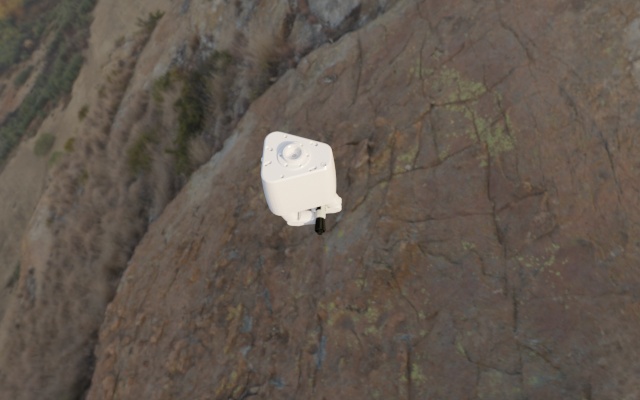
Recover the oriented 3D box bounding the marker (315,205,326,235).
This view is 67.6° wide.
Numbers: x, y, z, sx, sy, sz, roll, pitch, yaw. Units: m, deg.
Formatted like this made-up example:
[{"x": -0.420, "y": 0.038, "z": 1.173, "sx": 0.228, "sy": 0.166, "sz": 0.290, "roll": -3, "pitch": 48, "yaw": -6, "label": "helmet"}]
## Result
[{"x": 0.000, "y": 0.003, "z": 0.830, "sx": 0.020, "sy": 0.121, "sz": 0.020, "roll": 1, "pitch": -27, "yaw": 0, "label": "marker"}]
